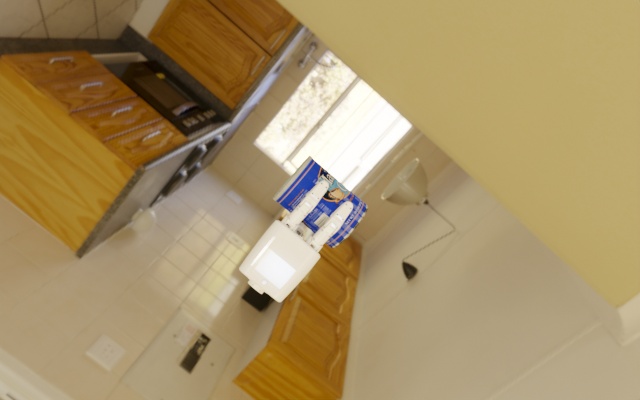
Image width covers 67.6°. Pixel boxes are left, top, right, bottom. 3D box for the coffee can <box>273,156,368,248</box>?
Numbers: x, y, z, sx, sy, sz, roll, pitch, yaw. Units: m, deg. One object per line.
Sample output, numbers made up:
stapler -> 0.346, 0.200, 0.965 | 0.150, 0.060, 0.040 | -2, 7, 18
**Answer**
coffee can -> 0.000, 0.003, 0.861 | 0.140, 0.103, 0.103 | 41, -5, -6
